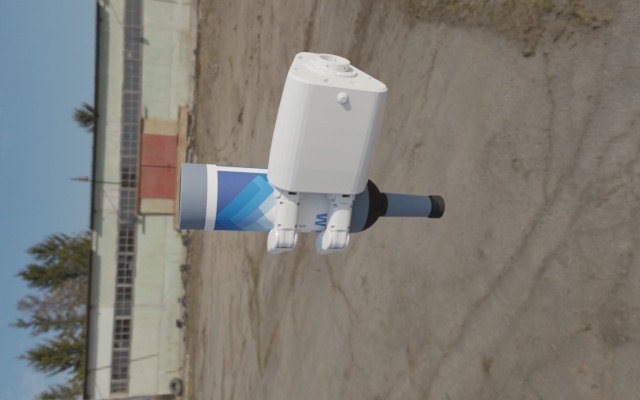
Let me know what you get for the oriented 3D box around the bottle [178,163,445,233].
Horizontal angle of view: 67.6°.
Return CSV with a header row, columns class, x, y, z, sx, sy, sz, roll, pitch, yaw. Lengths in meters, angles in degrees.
class,x,y,z,sx,sy,sz,roll,pitch,yaw
bottle,0.000,0.002,0.520,0.296,0.069,0.069,2,-1,-18
